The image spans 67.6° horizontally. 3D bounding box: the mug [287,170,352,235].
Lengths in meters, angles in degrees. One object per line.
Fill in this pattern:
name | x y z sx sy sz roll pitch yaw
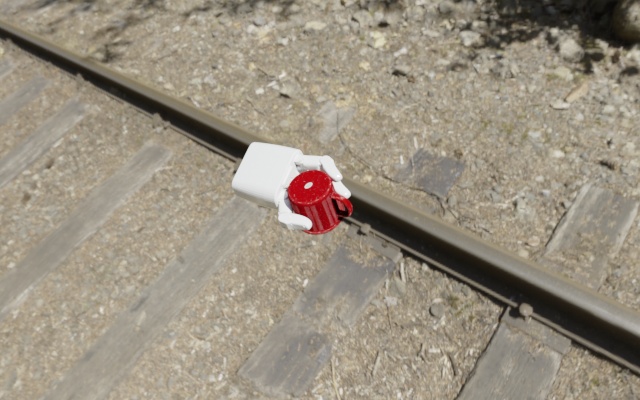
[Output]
mug | 0.001 0.003 0.841 0.117 0.093 0.082 13 -34 26
